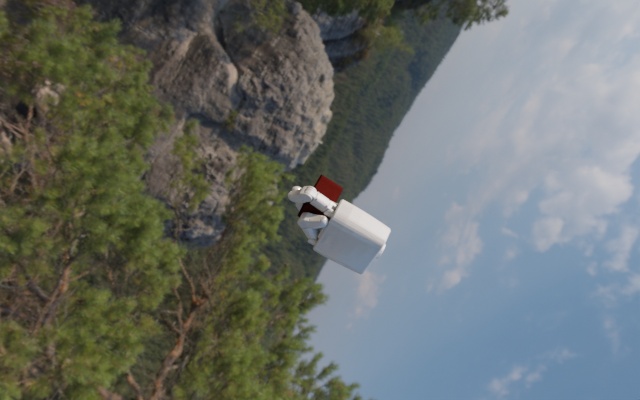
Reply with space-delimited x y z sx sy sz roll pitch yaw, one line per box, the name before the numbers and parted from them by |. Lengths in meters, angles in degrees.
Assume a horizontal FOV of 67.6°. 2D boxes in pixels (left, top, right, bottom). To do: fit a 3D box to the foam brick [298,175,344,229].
foam brick | 0.000 0.003 0.899 0.051 0.078 0.053 29 -34 1
